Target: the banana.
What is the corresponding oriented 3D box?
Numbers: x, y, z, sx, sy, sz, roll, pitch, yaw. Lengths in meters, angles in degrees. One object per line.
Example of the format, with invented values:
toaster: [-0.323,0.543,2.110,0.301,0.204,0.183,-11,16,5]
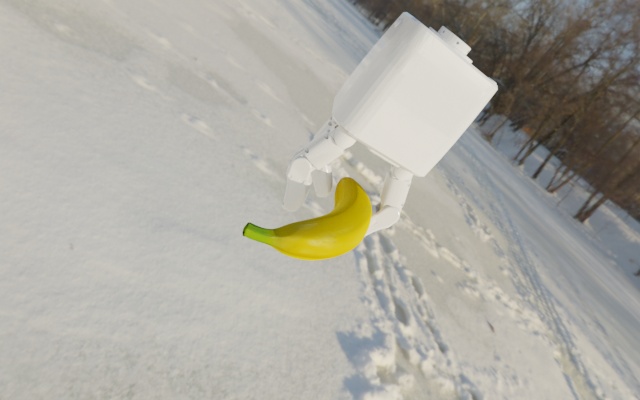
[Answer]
banana: [0.012,0.014,0.435,0.069,0.037,0.197,41,25,12]
